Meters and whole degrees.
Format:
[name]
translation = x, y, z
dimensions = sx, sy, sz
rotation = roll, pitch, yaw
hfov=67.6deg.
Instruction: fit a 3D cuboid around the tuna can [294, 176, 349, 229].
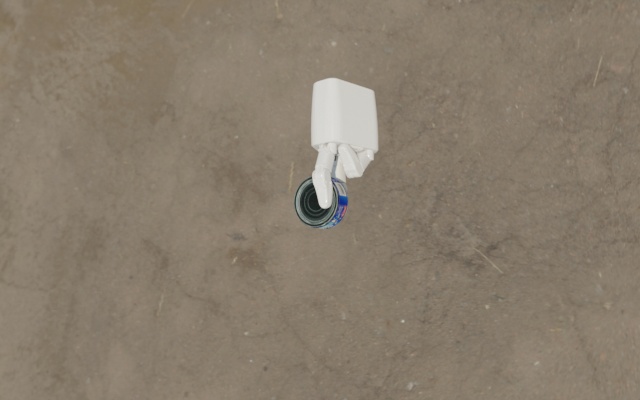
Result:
[tuna can]
translation = 0.000, 0.003, 0.764
dimensions = 0.086, 0.086, 0.034
rotation = 0, -5, 32
